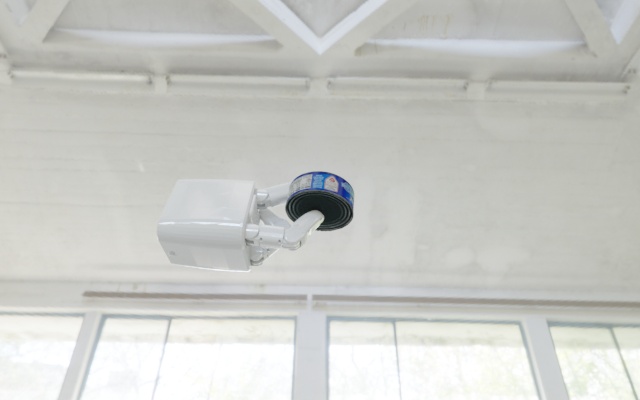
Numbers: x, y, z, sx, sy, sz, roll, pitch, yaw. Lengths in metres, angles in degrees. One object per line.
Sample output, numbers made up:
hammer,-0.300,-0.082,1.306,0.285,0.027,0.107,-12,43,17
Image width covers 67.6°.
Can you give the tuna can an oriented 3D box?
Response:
tuna can,0.000,0.002,0.602,0.086,0.033,0.086,5,-36,4
